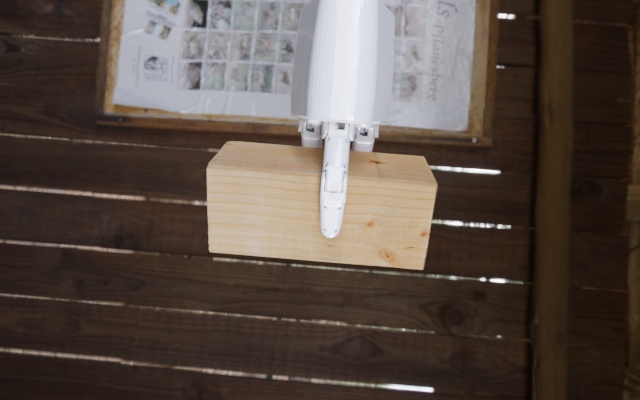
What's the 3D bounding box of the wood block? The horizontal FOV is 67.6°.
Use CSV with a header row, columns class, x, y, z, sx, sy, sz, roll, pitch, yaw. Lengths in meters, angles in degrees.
class,x,y,z,sx,sy,sz,roll,pitch,yaw
wood block,0.000,0.001,0.477,0.206,0.090,0.090,5,23,1
